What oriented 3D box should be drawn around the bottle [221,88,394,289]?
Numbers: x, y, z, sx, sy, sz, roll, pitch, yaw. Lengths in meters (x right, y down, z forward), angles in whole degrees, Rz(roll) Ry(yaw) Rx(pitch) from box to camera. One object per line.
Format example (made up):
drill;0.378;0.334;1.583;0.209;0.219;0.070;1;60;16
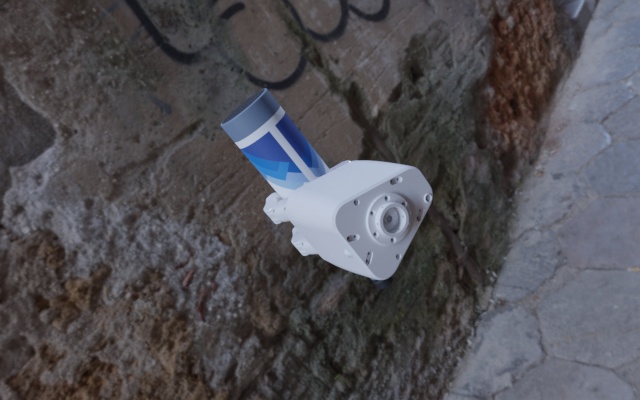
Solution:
bottle;0.000;0.002;0.586;0.069;0.296;0.069;-33;22;15
